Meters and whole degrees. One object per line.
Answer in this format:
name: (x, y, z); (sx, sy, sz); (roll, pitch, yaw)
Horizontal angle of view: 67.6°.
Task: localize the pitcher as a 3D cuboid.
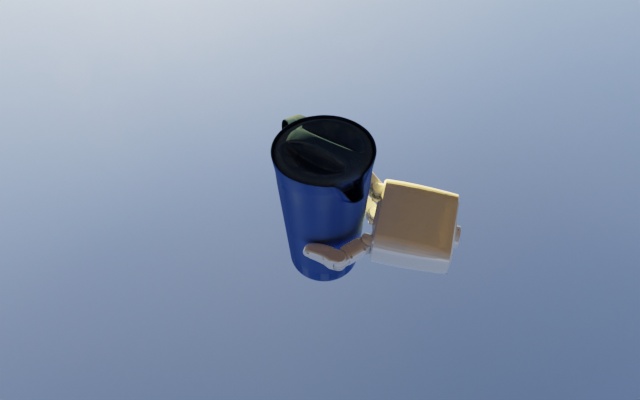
pitcher: (0.000, 0.002, 0.689); (0.145, 0.149, 0.243); (11, -40, 9)
